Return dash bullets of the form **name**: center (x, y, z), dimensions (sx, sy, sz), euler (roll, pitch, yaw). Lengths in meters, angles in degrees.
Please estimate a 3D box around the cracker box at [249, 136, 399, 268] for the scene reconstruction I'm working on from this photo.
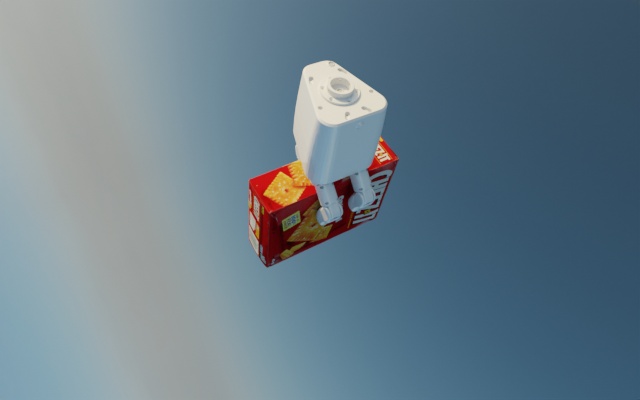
- **cracker box**: center (0.000, 0.002, 0.723), dimensions (0.213, 0.072, 0.164), euler (-22, -28, -22)
